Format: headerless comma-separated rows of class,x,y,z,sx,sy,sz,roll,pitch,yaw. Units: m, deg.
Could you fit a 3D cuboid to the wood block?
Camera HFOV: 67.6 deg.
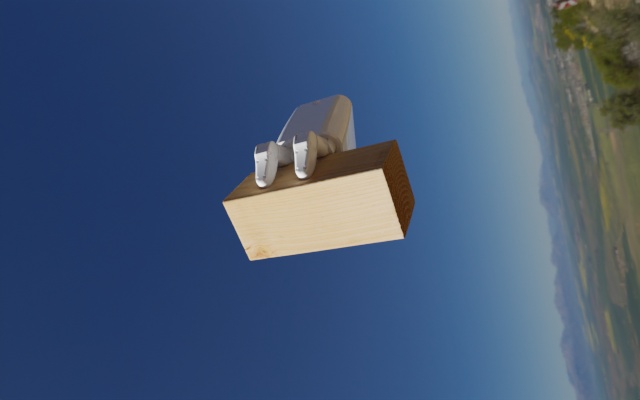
wood block,0.000,0.002,0.589,0.206,0.091,0.090,-11,24,25
